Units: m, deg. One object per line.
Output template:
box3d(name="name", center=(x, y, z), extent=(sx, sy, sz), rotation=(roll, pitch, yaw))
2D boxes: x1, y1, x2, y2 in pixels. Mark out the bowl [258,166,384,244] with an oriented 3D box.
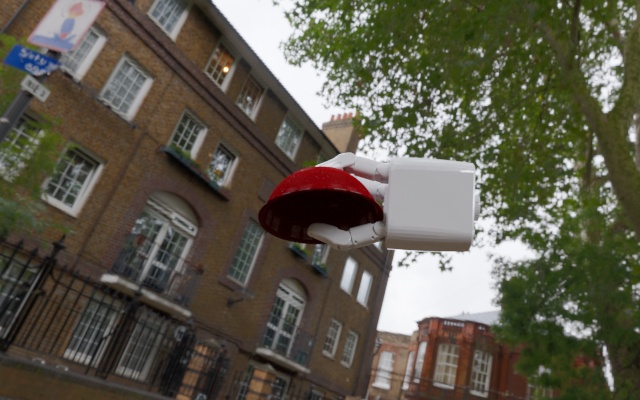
box3d(name="bowl", center=(-0.001, 0.002, 0.627), extent=(0.162, 0.055, 0.162), rotation=(-2, -28, -1))
